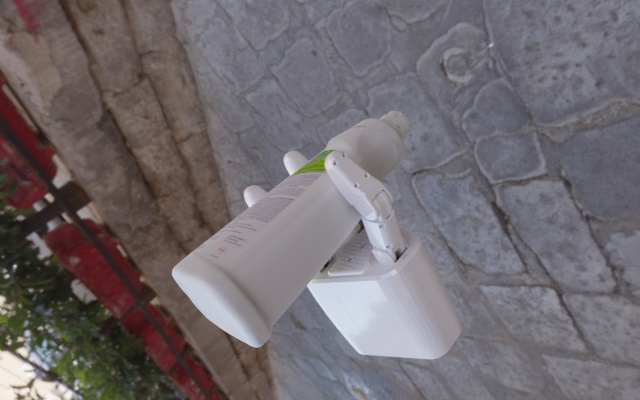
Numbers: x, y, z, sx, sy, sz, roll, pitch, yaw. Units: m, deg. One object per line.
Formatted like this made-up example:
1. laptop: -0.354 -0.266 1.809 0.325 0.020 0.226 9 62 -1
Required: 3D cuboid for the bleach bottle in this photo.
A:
1. bleach bottle: 0.000 0.001 0.403 0.250 0.068 0.102 -43 25 -26
